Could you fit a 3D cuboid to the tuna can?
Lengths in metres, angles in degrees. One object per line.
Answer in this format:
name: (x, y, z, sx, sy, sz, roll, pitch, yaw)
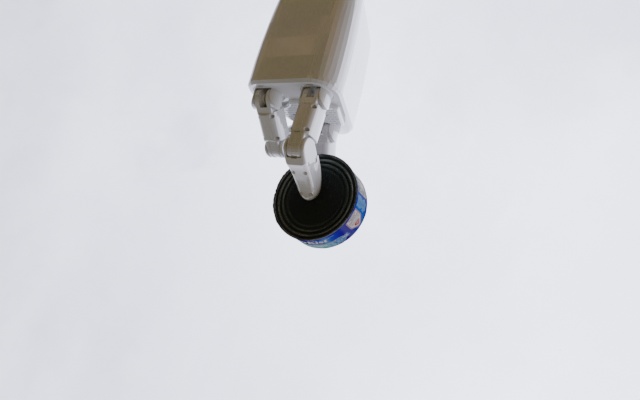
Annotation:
tuna can: (0.000, 0.002, 0.453, 0.086, 0.086, 0.034, 0, -21, 26)
